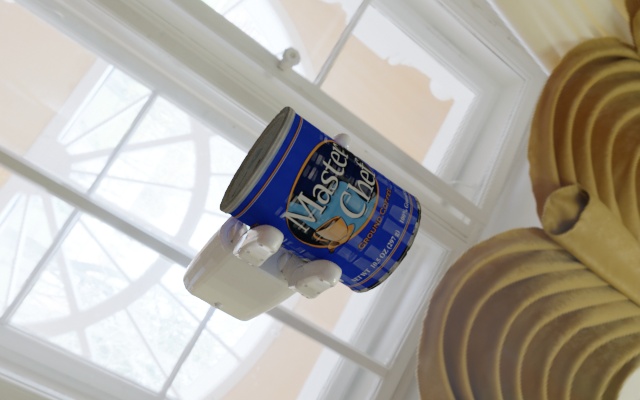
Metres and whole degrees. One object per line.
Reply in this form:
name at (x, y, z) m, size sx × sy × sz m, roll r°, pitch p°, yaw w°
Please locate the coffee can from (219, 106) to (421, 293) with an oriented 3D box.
coffee can at (0.000, 0.001, 0.412) m, size 0.140 × 0.103 × 0.103 m, roll 33°, pitch -11°, yaw -16°
